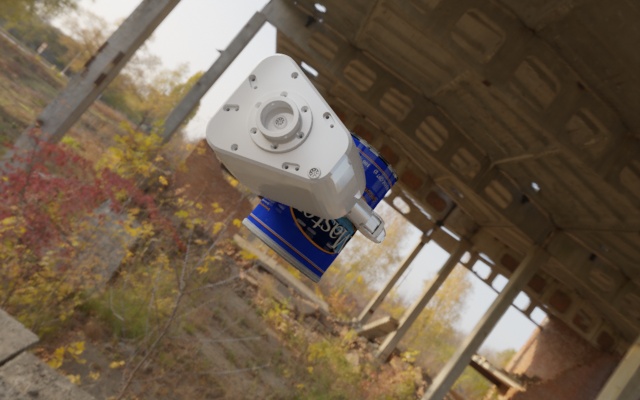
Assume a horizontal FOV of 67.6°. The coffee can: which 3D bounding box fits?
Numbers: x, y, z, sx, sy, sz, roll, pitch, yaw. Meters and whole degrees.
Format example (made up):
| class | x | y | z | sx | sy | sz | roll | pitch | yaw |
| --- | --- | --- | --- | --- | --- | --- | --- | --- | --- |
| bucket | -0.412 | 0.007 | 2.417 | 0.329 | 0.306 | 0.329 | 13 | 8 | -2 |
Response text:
| class | x | y | z | sx | sy | sz | roll | pitch | yaw |
| --- | --- | --- | --- | --- | --- | --- | --- | --- | --- |
| coffee can | 0.000 | 0.002 | 0.512 | 0.103 | 0.140 | 0.103 | 38 | -6 | 5 |
